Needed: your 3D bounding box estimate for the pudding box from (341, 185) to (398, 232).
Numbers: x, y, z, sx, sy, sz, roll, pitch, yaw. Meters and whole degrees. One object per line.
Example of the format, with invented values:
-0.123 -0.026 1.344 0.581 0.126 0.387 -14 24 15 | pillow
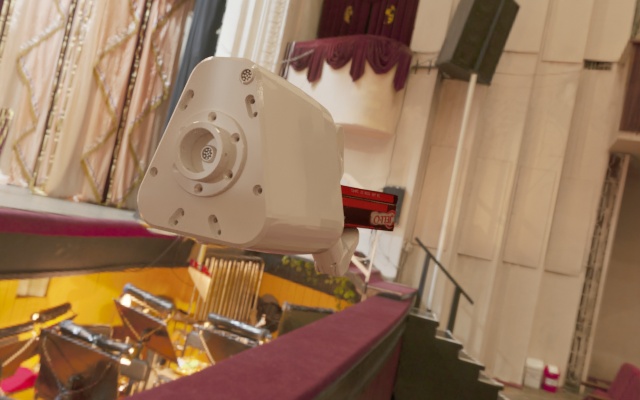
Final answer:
0.000 0.001 0.439 0.090 0.039 0.113 11 0 -39 | pudding box
